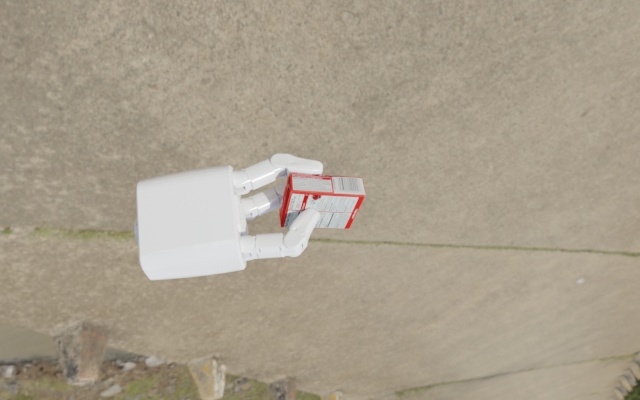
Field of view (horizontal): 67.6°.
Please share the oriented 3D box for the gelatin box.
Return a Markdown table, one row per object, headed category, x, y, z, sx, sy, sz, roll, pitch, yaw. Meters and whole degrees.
| category | x | y | z | sx | sy | sz | roll | pitch | yaw |
| --- | --- | --- | --- | --- | --- | --- | --- | --- | --- |
| gelatin box | 0.000 | 0.002 | 0.560 | 0.089 | 0.030 | 0.073 | 3 | -36 | -12 |
